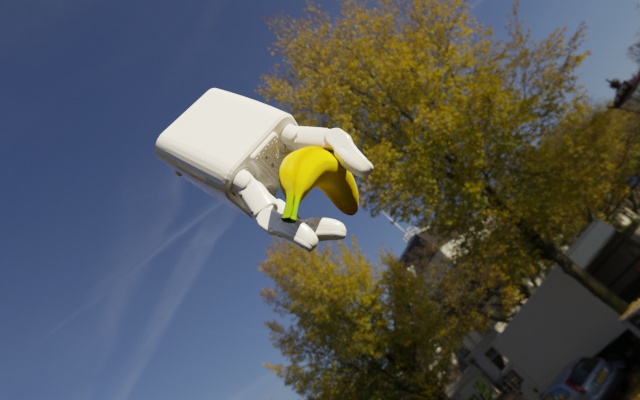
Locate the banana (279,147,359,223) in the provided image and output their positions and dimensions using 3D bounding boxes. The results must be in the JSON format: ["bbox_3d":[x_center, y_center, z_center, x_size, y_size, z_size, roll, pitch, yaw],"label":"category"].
[{"bbox_3d":[0.001,-0.017,0.481,0.037,0.069,0.198,8,3,21],"label":"banana"}]
